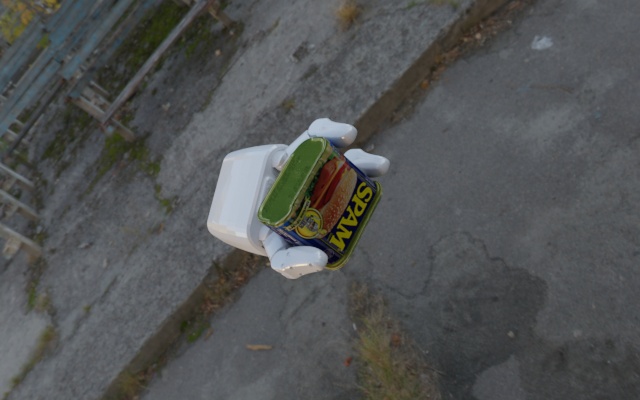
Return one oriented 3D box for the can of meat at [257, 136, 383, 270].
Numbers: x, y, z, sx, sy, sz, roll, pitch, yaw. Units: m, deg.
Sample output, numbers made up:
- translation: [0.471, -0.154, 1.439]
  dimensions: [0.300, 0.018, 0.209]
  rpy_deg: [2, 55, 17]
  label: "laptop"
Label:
- translation: [0.000, 0.001, 0.458]
  dimensions: [0.084, 0.102, 0.057]
  rpy_deg: [39, -18, -32]
  label: "can of meat"
